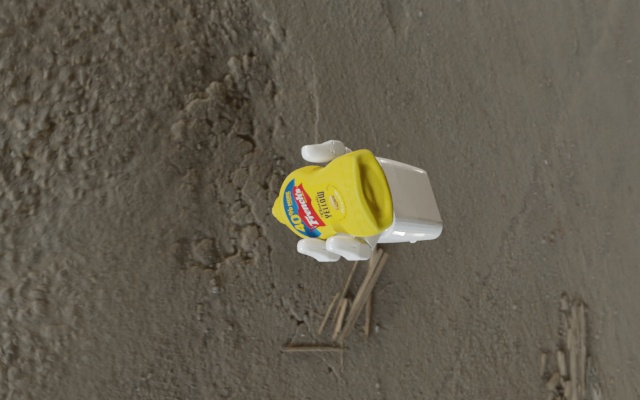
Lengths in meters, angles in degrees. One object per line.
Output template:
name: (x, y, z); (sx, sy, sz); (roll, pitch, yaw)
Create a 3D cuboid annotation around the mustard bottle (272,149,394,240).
mustard bottle: (0.000, 0.002, 0.600); (0.058, 0.096, 0.191); (-25, 8, -39)
